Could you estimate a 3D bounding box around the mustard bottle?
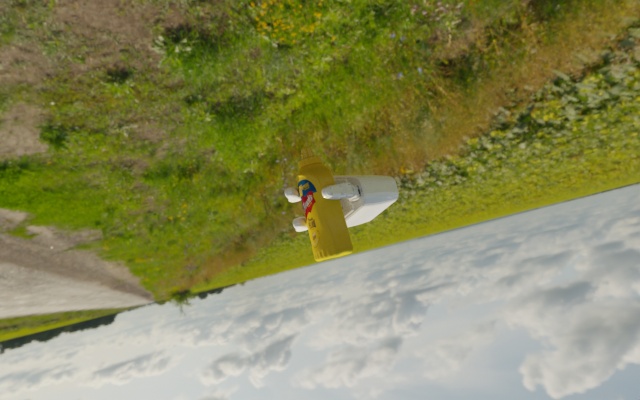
[{"bbox_3d":[0.000,0.003,0.803,0.058,0.191,0.096,-11,-8,-20],"label":"mustard bottle"}]
